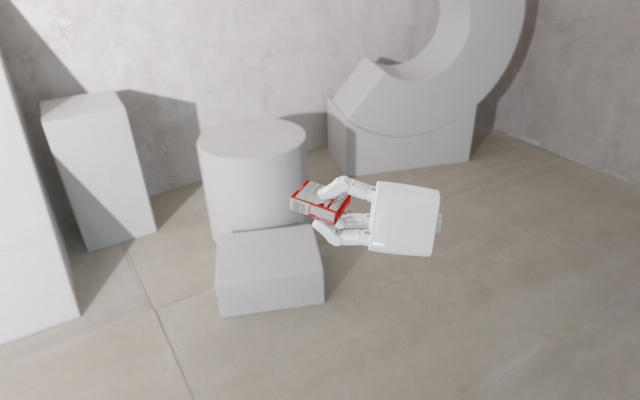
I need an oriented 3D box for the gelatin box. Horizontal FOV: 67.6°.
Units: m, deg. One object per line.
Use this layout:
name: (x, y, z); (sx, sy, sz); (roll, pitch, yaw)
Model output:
gelatin box: (0.000, 0.002, 0.829); (0.089, 0.030, 0.073); (19, 33, 14)
